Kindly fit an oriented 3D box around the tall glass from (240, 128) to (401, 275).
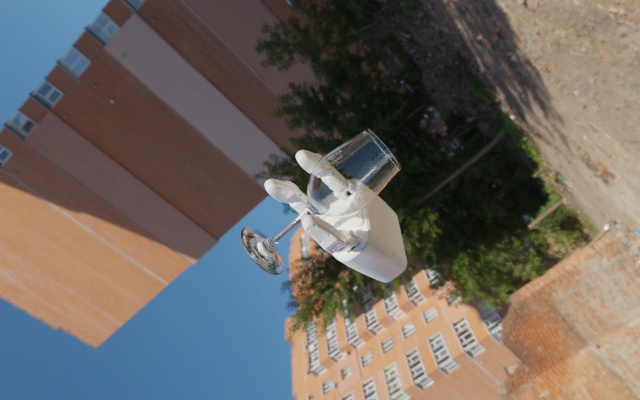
[{"bbox_3d":[0.000,0.002,0.573,0.201,0.079,0.079,-40,-13,16],"label":"tall glass"}]
